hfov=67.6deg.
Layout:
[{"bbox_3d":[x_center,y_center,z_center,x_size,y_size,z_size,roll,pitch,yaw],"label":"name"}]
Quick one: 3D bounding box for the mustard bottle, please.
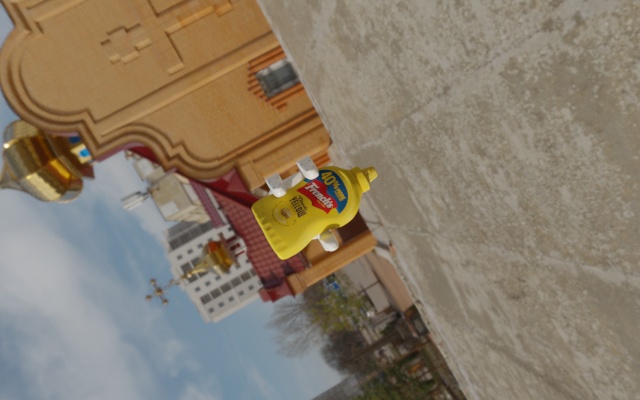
[{"bbox_3d":[0.000,0.002,0.720,0.191,0.096,0.058,-30,-26,-5],"label":"mustard bottle"}]
